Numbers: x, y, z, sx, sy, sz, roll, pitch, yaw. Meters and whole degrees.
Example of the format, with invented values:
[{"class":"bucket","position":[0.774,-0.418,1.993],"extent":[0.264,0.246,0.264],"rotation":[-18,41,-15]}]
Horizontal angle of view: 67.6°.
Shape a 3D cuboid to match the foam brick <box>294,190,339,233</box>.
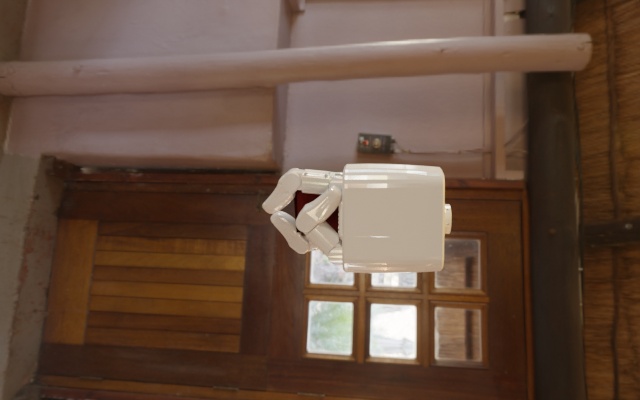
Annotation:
[{"class":"foam brick","position":[0.000,0.002,0.576],"extent":[0.051,0.053,0.078],"rotation":[-1,19,7]}]
